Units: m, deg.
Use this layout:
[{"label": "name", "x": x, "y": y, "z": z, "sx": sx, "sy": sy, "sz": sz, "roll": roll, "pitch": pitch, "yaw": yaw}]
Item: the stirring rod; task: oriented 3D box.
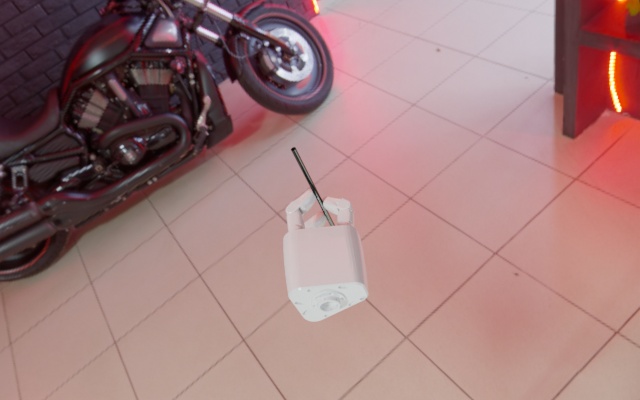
[{"label": "stirring rod", "x": 0.000, "y": 0.003, "z": 0.781, "sx": 0.011, "sy": 0.011, "sz": 0.240, "roll": 0, "pitch": -40, "yaw": 26}]
